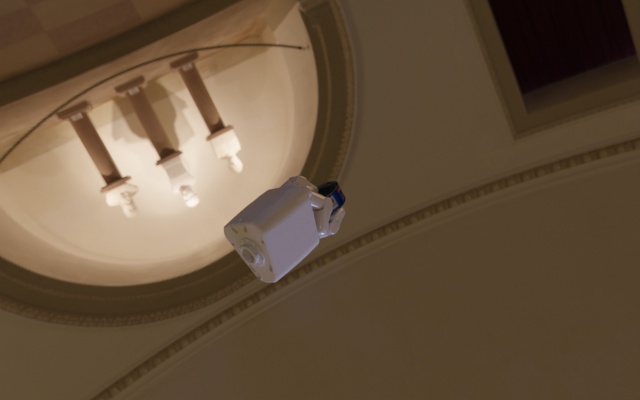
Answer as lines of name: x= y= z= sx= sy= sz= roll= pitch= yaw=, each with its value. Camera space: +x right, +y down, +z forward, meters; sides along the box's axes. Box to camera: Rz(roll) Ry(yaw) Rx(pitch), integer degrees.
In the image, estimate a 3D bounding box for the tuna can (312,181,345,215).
tuna can: x=0.000 y=0.003 z=0.836 sx=0.086 sy=0.034 sz=0.086 roll=-27 pitch=17 yaw=9
